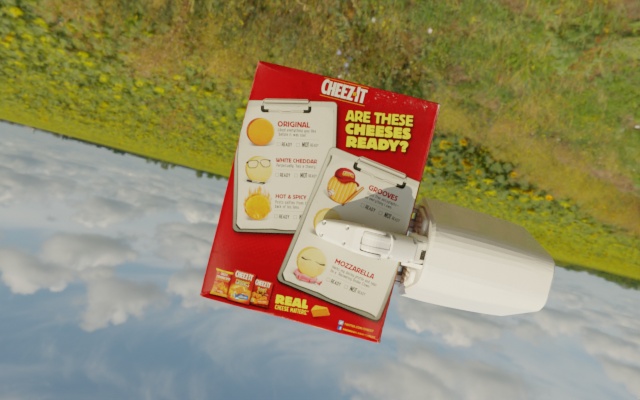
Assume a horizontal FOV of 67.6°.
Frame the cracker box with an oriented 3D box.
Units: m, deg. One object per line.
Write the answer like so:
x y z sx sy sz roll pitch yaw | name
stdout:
0.000 0.002 0.440 0.164 0.213 0.072 14 0 2 | cracker box
